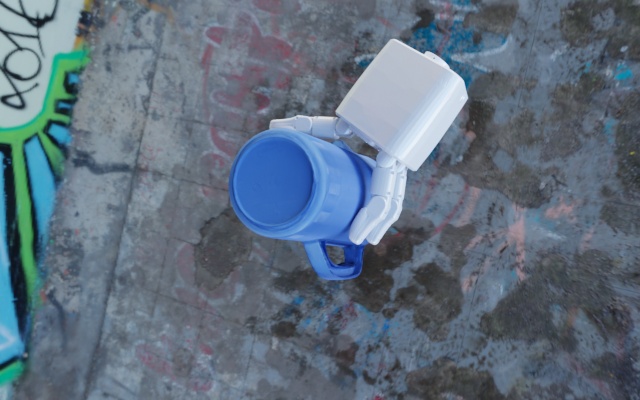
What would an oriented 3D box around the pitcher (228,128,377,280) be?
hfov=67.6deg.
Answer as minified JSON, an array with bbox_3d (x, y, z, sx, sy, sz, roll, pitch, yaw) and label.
[{"bbox_3d":[0.000,0.002,0.564,0.149,0.145,0.243,40,10,19],"label":"pitcher"}]
